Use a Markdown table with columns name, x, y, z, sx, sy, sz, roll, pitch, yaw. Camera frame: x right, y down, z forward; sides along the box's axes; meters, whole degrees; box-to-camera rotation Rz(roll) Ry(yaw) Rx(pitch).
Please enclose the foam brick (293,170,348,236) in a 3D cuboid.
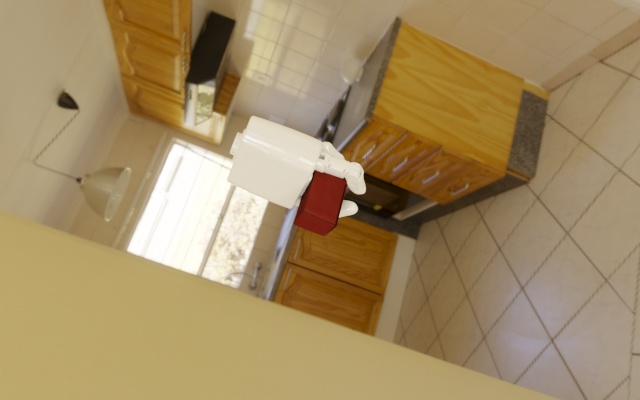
| name | x | y | z | sx | sy | sz | roll | pitch | yaw |
| --- | --- | --- | --- | --- | --- | --- | --- | --- | --- |
| foam brick | 0.000 | 0.002 | 0.683 | 0.051 | 0.078 | 0.053 | 22 | -29 | -12 |
